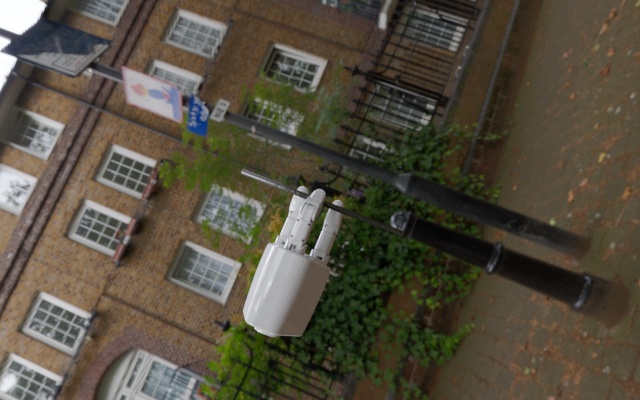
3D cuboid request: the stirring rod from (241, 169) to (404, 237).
[{"bbox_3d":[0.000,0.002,0.660,0.239,0.011,0.011,21,3,8],"label":"stirring rod"}]
